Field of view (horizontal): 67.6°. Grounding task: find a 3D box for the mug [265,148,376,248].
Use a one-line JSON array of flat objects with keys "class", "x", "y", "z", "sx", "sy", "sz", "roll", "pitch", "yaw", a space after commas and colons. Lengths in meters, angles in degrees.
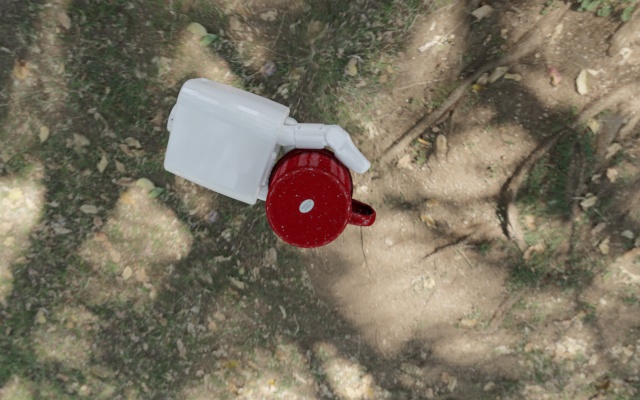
[{"class": "mug", "x": 0.001, "y": 0.002, "z": 0.481, "sx": 0.117, "sy": 0.093, "sz": 0.081, "roll": 20, "pitch": 15, "yaw": -5}]
